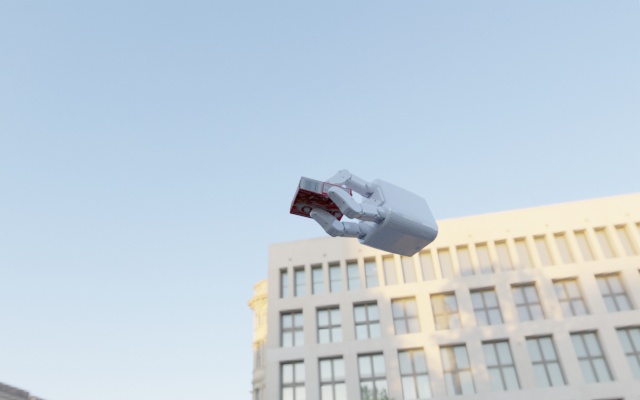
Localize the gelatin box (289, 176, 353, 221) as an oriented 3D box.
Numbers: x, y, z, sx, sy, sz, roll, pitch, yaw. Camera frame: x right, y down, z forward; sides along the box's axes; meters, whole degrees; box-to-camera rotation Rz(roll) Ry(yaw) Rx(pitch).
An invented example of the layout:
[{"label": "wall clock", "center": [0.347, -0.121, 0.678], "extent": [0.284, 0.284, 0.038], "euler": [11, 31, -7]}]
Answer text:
[{"label": "gelatin box", "center": [0.000, 0.002, 0.790], "extent": [0.089, 0.030, 0.073], "euler": [14, -38, -9]}]
